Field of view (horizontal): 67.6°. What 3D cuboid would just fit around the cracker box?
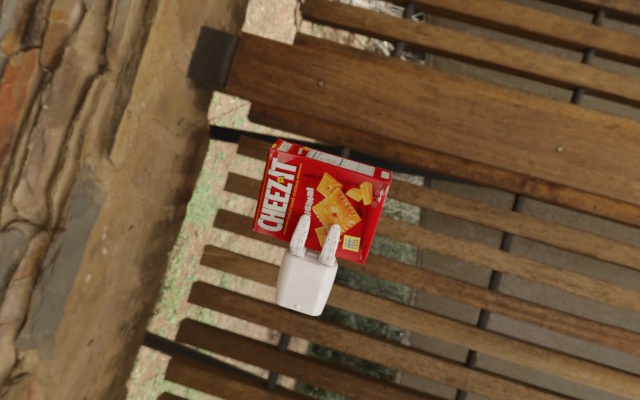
[{"bbox_3d":[0.000,0.003,0.845,0.213,0.164,0.072,16,22,3],"label":"cracker box"}]
